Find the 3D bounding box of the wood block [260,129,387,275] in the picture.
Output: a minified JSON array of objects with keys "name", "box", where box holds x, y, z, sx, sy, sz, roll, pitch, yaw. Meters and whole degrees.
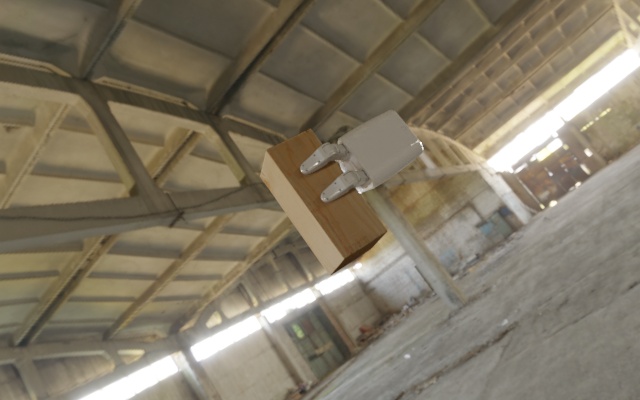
[{"name":"wood block","box":[0.000,0.002,0.763,0.090,0.206,0.091,-30,-15,-24]}]
